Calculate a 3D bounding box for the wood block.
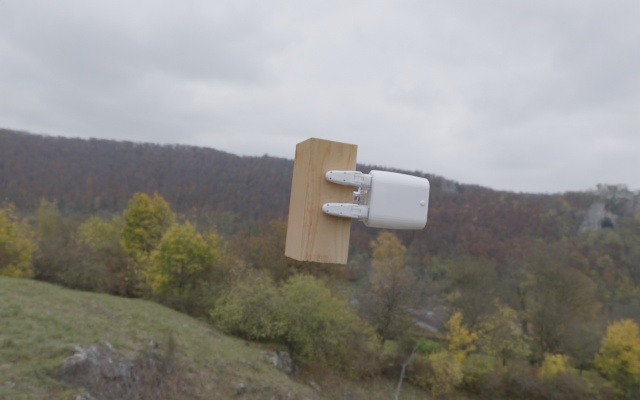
[{"bbox_3d":[0.000,0.003,0.844,0.090,0.206,0.091,7,-3,-19],"label":"wood block"}]
